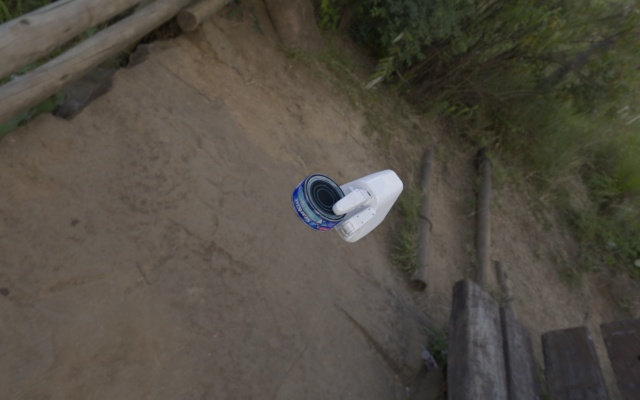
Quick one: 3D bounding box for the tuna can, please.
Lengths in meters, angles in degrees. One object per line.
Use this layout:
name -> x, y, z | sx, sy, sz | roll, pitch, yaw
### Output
tuna can -> 0.000, 0.002, 0.726 | 0.086, 0.086, 0.034 | 0, -29, -43
